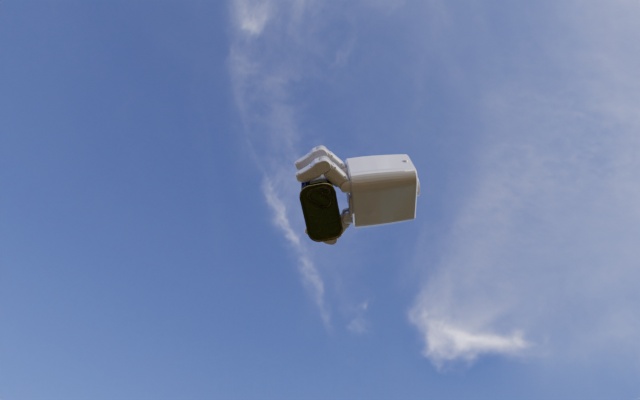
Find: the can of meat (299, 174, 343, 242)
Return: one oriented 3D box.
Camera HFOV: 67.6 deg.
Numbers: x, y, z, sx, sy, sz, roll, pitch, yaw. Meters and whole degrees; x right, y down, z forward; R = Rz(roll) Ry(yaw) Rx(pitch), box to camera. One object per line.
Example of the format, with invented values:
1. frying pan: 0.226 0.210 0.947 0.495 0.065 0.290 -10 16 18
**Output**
1. can of meat: 0.000 0.003 0.785 0.057 0.102 0.084 -11 26 3
